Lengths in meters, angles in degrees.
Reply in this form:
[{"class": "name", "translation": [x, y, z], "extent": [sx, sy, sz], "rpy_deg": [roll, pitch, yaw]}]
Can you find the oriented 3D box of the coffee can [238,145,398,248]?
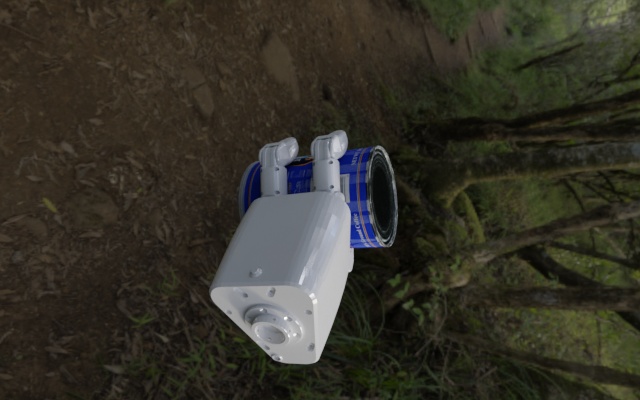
[{"class": "coffee can", "translation": [0.000, 0.002, 0.503], "extent": [0.140, 0.103, 0.103], "rpy_deg": [-5, -2, 23]}]
